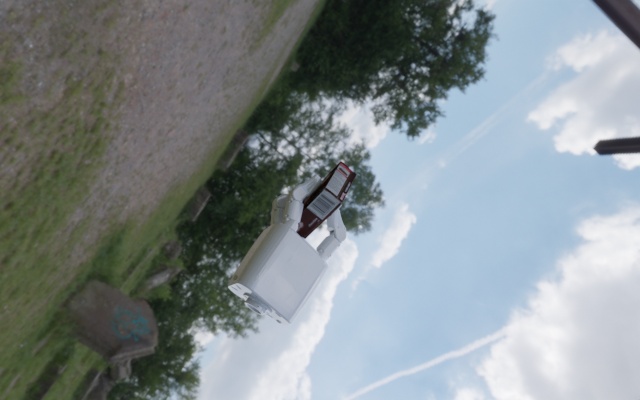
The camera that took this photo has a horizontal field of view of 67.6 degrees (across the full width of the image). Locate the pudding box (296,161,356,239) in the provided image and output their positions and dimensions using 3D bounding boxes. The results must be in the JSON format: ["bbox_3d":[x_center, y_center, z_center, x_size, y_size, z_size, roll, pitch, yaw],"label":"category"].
[{"bbox_3d":[0.000,0.003,0.747,0.113,0.039,0.090,-43,11,36],"label":"pudding box"}]
